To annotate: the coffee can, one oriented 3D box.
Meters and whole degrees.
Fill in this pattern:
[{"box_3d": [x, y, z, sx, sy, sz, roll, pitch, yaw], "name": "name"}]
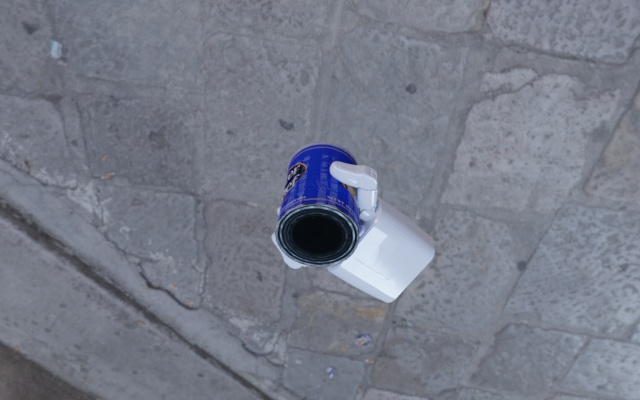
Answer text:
[{"box_3d": [0.000, 0.002, 0.628, 0.103, 0.103, 0.140, 0, 38, 5], "name": "coffee can"}]
